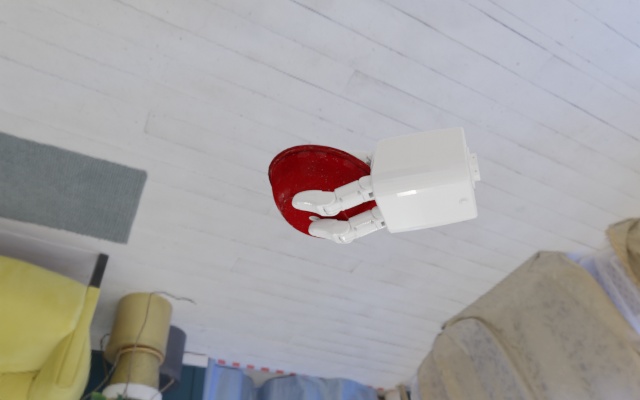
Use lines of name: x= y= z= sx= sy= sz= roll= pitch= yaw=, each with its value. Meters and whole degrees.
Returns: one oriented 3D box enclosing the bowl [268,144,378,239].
bowl: x=-0.001 y=0.003 z=0.629 sx=0.162 sy=0.055 sz=0.162 roll=12 pitch=-36 yaw=9
